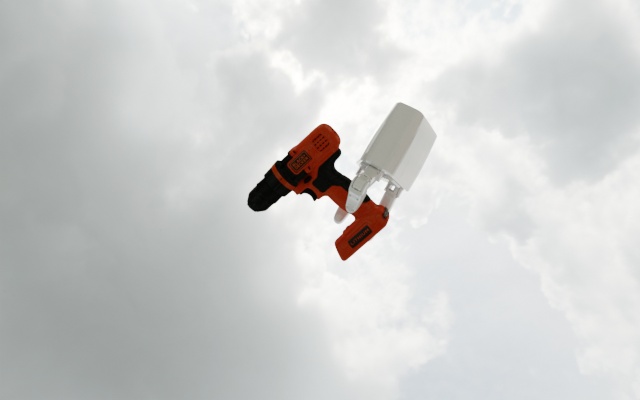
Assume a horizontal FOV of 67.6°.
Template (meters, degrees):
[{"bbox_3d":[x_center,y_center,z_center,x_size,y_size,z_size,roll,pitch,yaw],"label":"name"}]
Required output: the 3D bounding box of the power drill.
[{"bbox_3d":[0.001,0.003,0.746,0.184,0.187,0.057,-42,5,17],"label":"power drill"}]
